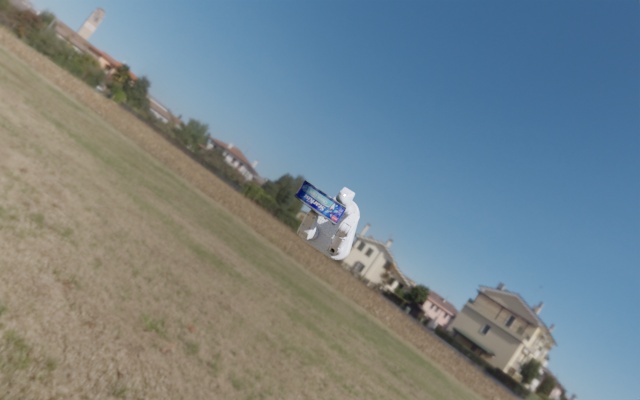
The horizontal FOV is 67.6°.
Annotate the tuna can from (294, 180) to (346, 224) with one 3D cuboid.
[{"bbox_3d":[0.000,0.002,0.795,0.086,0.034,0.086,34,1,-1],"label":"tuna can"}]
